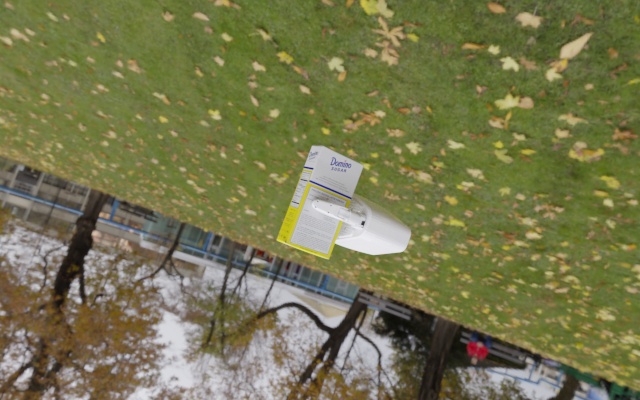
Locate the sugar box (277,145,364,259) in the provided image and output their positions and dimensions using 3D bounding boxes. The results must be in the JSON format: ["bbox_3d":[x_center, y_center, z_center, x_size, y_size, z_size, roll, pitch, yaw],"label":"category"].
[{"bbox_3d":[0.000,0.003,0.822,0.093,0.176,0.048,23,-6,-30],"label":"sugar box"}]
